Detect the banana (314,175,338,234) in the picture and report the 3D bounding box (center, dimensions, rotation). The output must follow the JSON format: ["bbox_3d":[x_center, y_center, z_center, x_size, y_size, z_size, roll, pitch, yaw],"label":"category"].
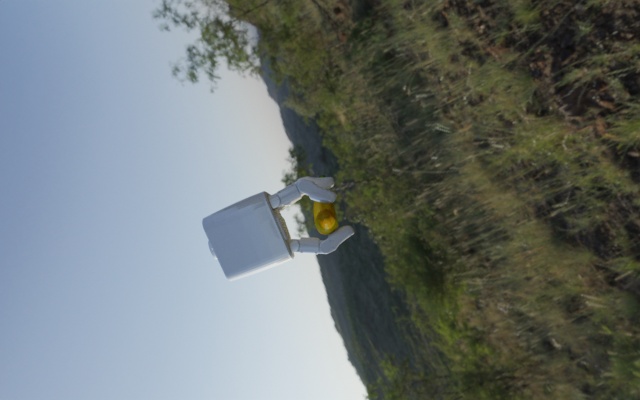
[{"bbox_3d":[0.005,0.018,0.778,0.037,0.070,0.197,-16,19,2],"label":"banana"}]
